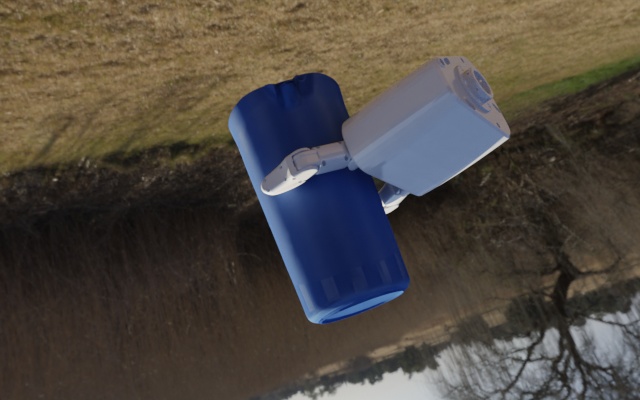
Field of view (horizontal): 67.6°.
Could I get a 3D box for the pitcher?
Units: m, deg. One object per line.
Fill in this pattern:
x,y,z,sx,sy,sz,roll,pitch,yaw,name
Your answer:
0.000,0.002,0.515,0.145,0.242,0.149,-35,-24,35,pitcher
